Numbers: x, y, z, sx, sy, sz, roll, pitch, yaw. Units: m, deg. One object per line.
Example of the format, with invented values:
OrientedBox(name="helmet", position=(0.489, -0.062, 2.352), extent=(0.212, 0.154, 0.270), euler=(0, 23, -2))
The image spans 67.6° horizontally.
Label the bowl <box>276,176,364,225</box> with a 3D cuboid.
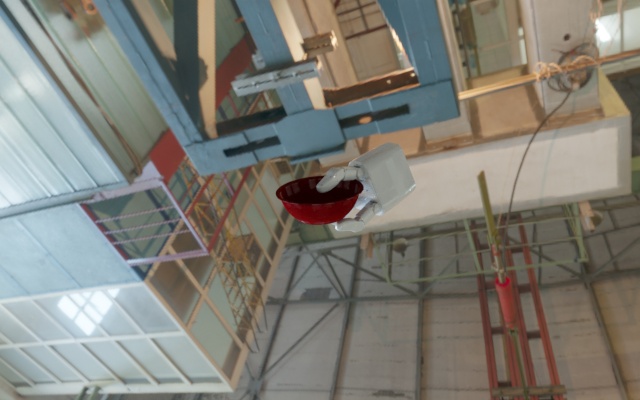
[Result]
OrientedBox(name="bowl", position=(-0.001, 0.004, 0.881), extent=(0.162, 0.055, 0.162), euler=(-4, 20, 1))
